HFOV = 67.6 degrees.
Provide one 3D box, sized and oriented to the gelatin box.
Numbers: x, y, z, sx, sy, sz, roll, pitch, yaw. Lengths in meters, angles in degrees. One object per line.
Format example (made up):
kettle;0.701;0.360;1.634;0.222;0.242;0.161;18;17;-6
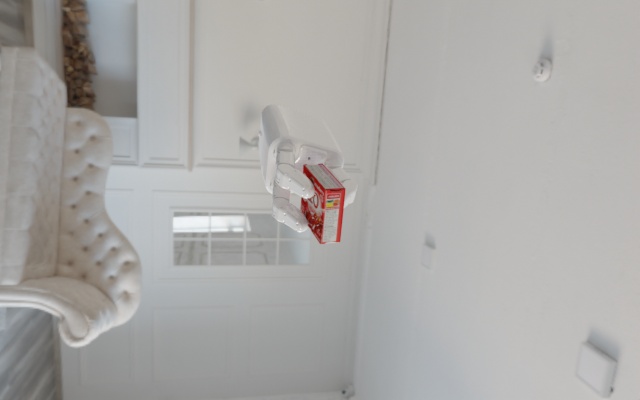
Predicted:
gelatin box;0.001;0.002;0.602;0.030;0.073;0.089;-4;26;-19
